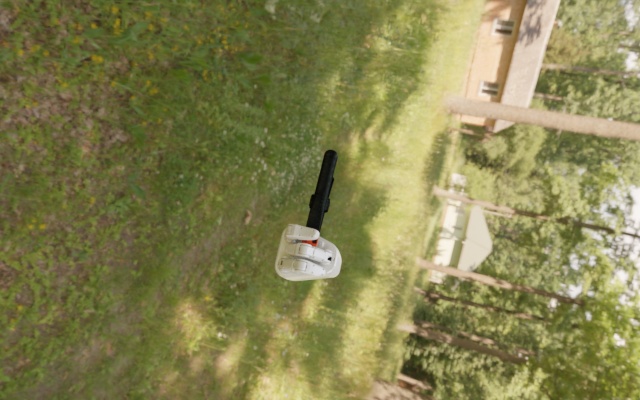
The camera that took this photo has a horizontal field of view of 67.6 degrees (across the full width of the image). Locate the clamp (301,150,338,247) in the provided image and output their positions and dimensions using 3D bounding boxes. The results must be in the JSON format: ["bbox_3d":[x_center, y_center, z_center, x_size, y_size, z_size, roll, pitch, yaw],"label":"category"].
[{"bbox_3d":[0.001,0.003,0.875,0.039,0.171,0.120,15,-13,9],"label":"clamp"}]
